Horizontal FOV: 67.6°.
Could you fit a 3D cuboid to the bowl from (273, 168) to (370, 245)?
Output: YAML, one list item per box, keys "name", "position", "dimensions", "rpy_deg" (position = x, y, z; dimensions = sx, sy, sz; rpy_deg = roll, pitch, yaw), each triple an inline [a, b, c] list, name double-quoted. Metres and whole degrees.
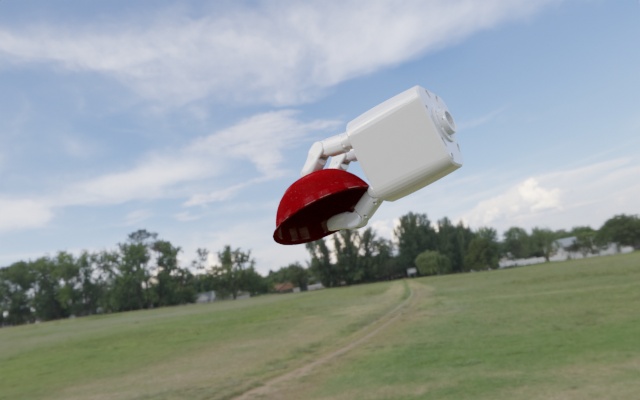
- name: "bowl"
  position: [-0.001, 0.002, 0.672]
  dimensions: [0.162, 0.055, 0.162]
  rpy_deg: [-22, -21, -9]
